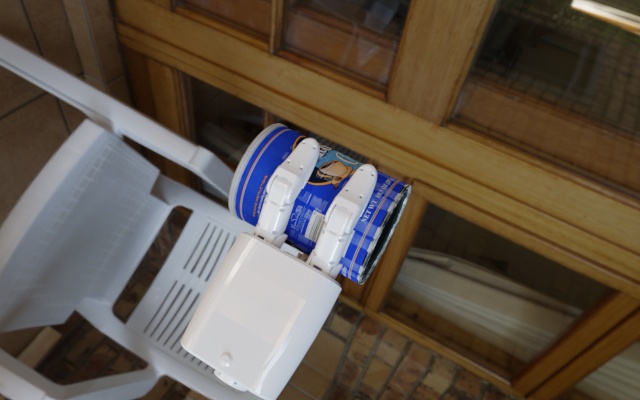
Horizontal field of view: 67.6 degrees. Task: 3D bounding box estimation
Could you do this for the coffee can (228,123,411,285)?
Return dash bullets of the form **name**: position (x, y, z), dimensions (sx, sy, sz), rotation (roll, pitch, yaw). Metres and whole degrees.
- **coffee can**: position (0.000, 0.001, 0.454), dimensions (0.140, 0.103, 0.103), rotation (27, 7, 14)
